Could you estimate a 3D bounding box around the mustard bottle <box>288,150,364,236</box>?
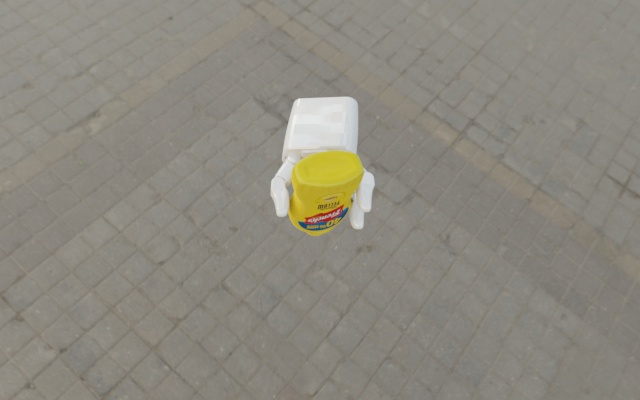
[{"bbox_3d":[0.000,0.003,0.714,0.096,0.058,0.192,-13,-27,-15],"label":"mustard bottle"}]
